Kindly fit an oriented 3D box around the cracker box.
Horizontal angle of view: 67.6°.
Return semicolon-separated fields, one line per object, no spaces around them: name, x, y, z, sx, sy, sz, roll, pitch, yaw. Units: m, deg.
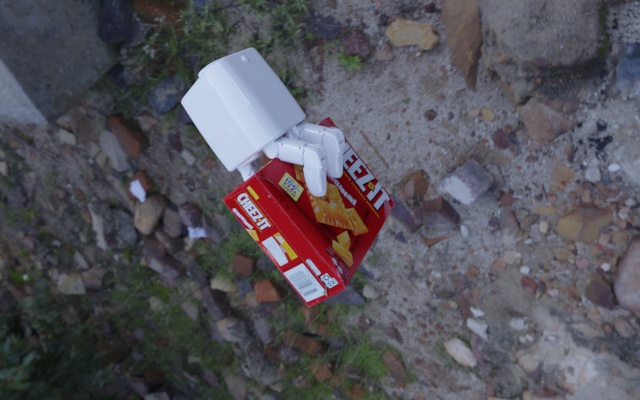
cracker box;0.000;0.002;0.611;0.072;0.164;0.213;-32;9;35
